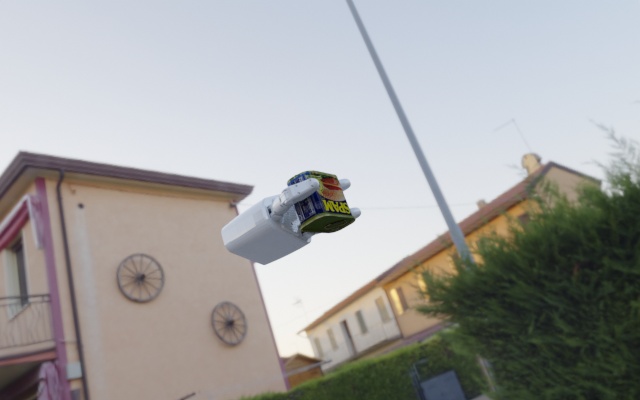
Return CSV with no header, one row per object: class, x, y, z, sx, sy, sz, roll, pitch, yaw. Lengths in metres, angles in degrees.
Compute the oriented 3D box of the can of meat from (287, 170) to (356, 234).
can of meat,0.000,0.002,0.764,0.057,0.084,0.102,-33,-24,30
